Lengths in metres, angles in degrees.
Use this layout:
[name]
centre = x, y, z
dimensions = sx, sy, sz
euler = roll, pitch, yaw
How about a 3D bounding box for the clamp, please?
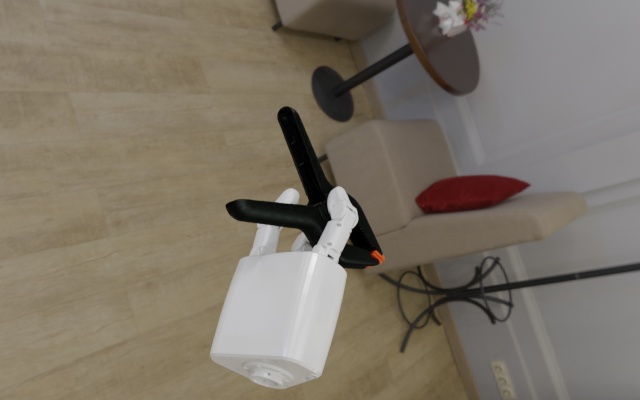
[clamp]
centre = 0.001, 0.002, 0.540
dimensions = 0.036, 0.164, 0.210
euler = -23, -50, 40
